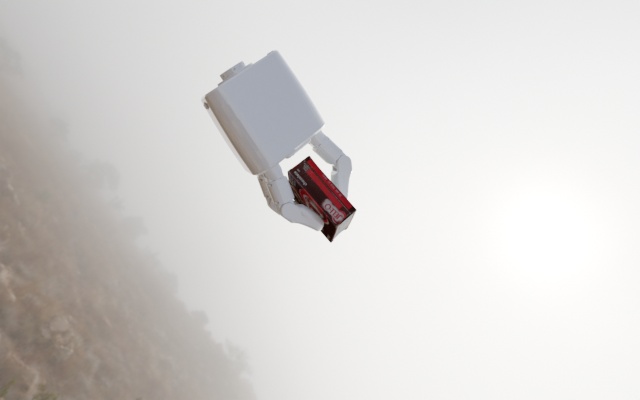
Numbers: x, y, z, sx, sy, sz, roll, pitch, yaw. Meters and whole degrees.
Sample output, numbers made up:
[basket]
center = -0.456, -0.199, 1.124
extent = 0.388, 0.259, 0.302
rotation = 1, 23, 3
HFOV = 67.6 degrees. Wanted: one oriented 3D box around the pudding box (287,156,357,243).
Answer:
[pudding box]
center = 0.000, 0.002, 0.610
extent = 0.039, 0.090, 0.113
rotation = -38, -10, -9
